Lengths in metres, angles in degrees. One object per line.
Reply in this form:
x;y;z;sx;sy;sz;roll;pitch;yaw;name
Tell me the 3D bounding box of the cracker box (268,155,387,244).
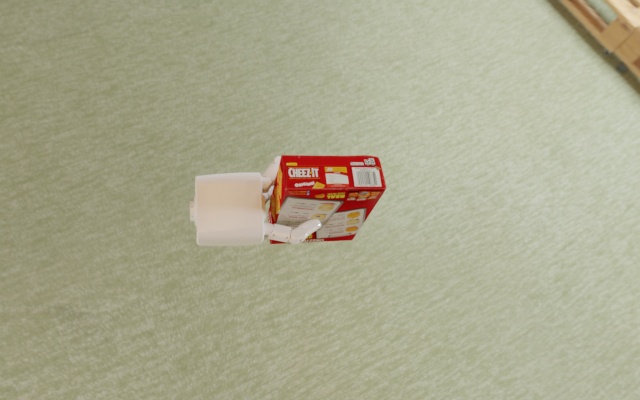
0.000;0.003;0.830;0.164;0.072;0.214;-1;-27;-13;cracker box
